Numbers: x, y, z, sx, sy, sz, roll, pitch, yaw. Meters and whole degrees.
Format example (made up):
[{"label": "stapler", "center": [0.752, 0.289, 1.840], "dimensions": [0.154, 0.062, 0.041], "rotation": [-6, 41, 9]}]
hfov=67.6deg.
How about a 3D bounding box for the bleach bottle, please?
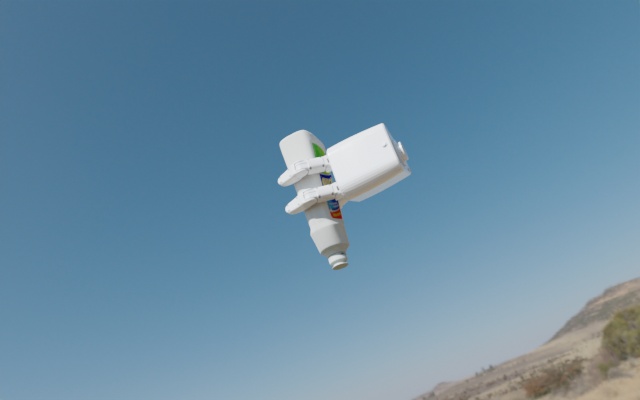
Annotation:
[{"label": "bleach bottle", "center": [0.000, 0.003, 0.838], "dimensions": [0.068, 0.250, 0.102], "rotation": [-26, -26, 16]}]
